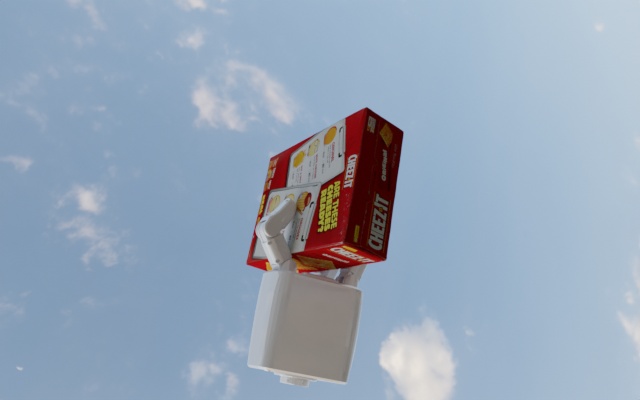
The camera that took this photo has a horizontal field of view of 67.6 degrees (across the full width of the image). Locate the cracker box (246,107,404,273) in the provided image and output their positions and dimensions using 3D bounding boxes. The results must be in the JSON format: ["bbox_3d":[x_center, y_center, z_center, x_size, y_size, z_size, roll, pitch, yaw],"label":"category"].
[{"bbox_3d":[0.000,0.002,0.597,0.072,0.164,0.214,24,-25,-30],"label":"cracker box"}]
